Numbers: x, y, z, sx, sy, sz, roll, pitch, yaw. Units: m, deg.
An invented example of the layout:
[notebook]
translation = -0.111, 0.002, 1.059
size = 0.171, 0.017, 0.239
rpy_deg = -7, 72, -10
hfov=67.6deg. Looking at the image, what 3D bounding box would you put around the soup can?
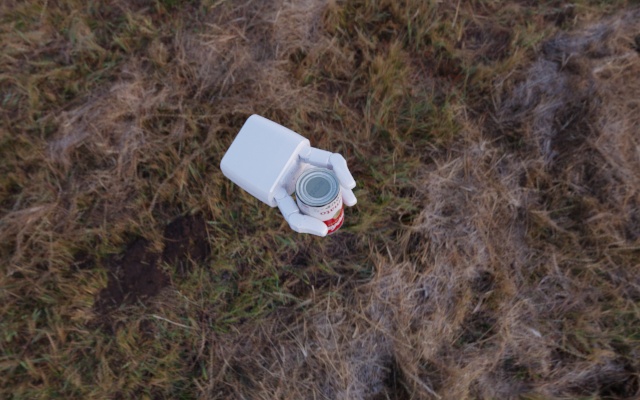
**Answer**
[soup can]
translation = 0.000, 0.003, 0.731
size = 0.068, 0.068, 0.102
rpy_deg = 0, -28, 6
